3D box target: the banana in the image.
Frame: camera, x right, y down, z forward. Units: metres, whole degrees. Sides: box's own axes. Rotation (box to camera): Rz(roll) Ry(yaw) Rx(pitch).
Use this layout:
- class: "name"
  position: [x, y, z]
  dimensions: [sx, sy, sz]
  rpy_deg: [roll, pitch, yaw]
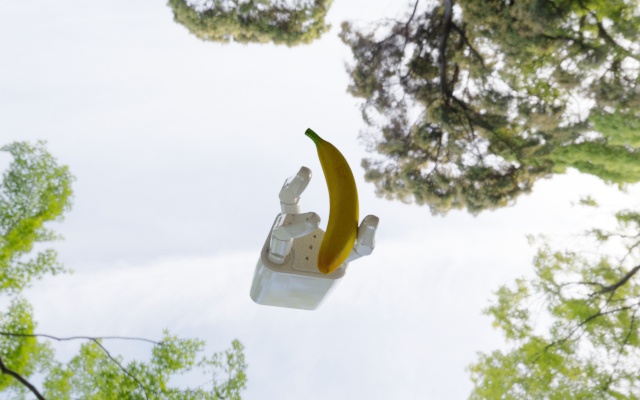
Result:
- class: "banana"
  position: [0.017, 0.002, 0.573]
  dimensions: [0.069, 0.197, 0.037]
  rpy_deg: [9, -37, -24]
